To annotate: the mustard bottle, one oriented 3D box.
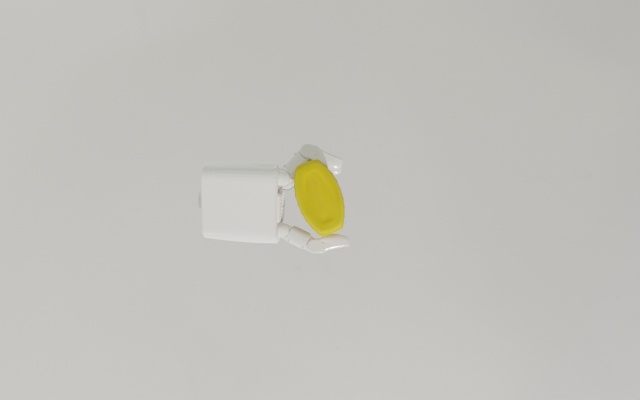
[{"bbox_3d":[0.000,0.002,0.685,0.058,0.096,0.191,-22,-4,0],"label":"mustard bottle"}]
